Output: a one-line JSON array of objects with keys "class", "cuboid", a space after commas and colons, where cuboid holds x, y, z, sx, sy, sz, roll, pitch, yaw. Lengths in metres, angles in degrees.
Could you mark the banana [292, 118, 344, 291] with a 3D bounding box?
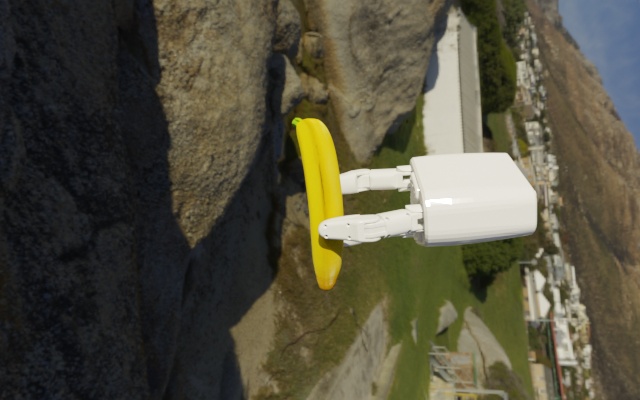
[{"class": "banana", "cuboid": [0.002, -0.005, 0.502, 0.037, 0.197, 0.070, -6, -11, -8]}]
